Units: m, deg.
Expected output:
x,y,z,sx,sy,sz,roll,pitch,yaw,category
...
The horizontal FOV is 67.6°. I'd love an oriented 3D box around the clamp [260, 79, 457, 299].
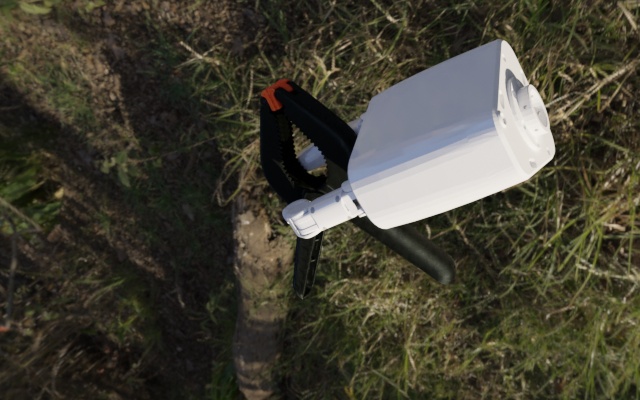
x,y,z,sx,sy,sz,roll,pitch,yaw,category
0.000,0.001,0.413,0.164,0.210,0.036,-22,17,35,clamp
